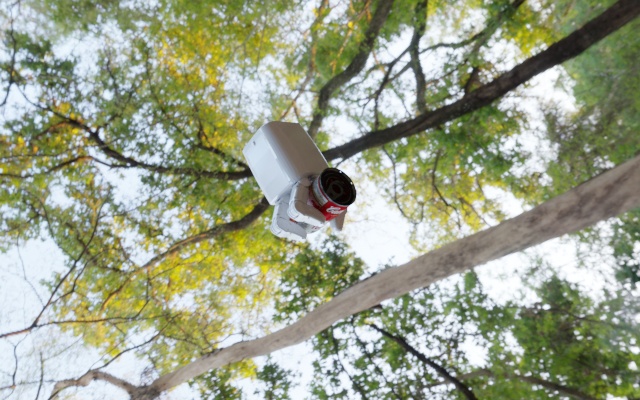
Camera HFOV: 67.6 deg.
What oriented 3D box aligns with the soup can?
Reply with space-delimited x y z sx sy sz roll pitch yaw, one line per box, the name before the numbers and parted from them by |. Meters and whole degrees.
soup can | 0.000 0.003 0.757 0.068 0.068 0.102 0 -28 -39
